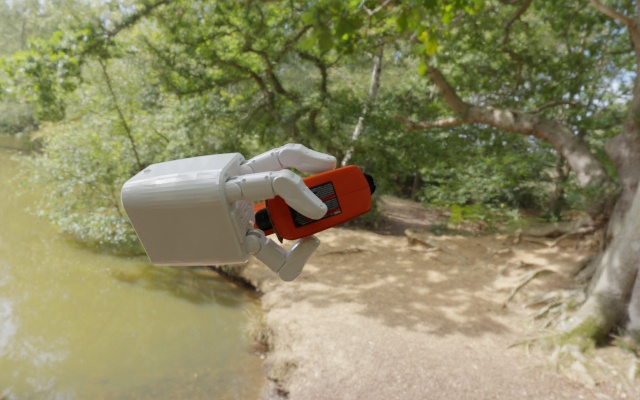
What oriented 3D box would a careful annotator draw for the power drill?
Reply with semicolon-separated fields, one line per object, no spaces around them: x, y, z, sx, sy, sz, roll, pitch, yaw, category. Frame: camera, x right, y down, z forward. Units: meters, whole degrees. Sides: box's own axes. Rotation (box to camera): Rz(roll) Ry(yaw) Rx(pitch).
0.000;0.002;0.571;0.184;0.057;0.187;-21;0;-10;power drill
